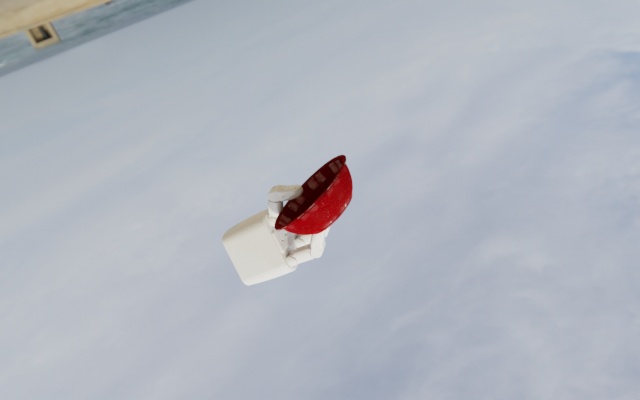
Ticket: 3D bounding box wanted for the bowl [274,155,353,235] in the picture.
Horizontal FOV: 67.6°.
[{"bbox_3d":[0.001,0.002,0.768,0.055,0.162,0.162,43,-12,-13],"label":"bowl"}]
